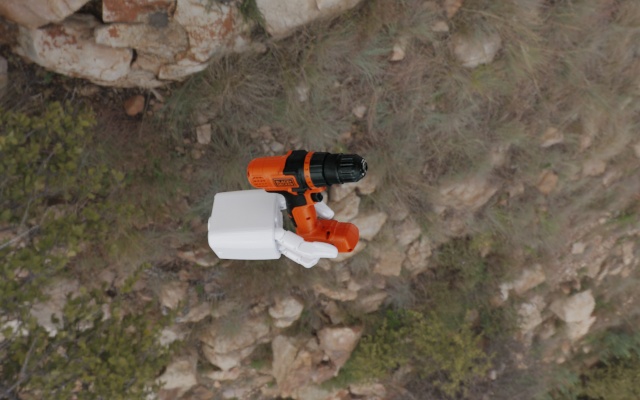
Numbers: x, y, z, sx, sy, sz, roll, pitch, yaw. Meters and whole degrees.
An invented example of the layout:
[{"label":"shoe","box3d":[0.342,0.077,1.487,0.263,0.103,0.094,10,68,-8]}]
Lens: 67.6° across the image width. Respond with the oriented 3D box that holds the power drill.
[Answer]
[{"label":"power drill","box3d":[0.000,0.003,0.730,0.184,0.057,0.188,0,-45,26]}]
